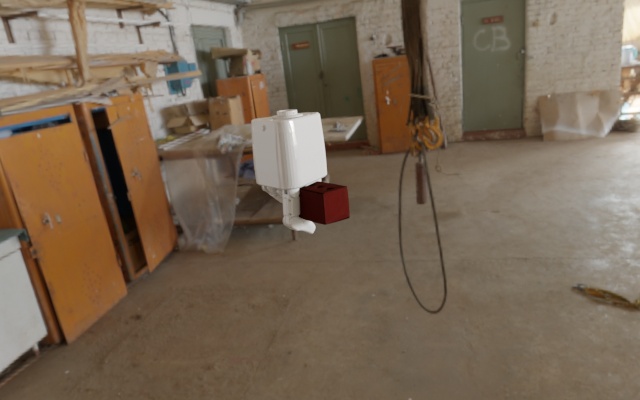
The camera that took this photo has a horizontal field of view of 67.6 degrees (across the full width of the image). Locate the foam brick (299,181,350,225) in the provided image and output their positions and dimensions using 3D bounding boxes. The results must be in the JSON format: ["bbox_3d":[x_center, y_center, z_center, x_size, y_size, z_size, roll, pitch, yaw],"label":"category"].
[{"bbox_3d":[0.000,0.003,0.753,0.053,0.051,0.078,-15,18,-40],"label":"foam brick"}]
